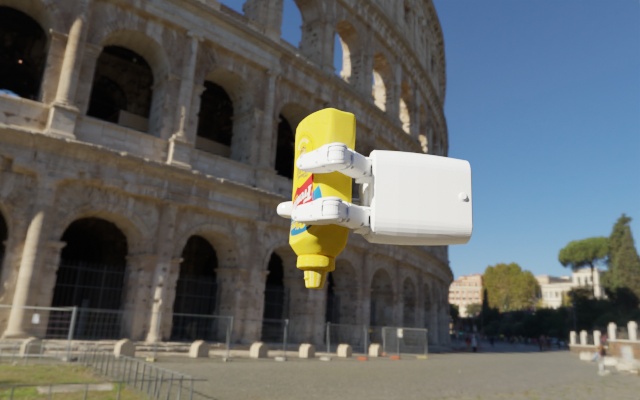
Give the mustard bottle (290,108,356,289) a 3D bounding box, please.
[{"bbox_3d":[0.000,0.001,0.535,0.058,0.191,0.096,11,-16,-26],"label":"mustard bottle"}]
